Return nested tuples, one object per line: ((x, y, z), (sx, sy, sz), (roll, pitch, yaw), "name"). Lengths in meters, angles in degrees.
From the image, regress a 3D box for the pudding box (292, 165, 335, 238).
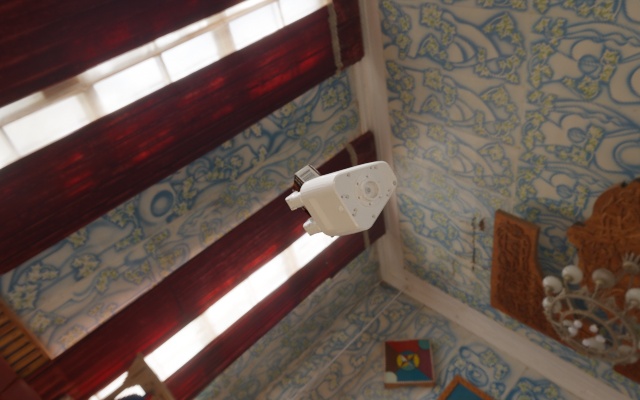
((0.000, 0.003, 0.844), (0.039, 0.113, 0.090), (-36, -18, -24), "pudding box")
